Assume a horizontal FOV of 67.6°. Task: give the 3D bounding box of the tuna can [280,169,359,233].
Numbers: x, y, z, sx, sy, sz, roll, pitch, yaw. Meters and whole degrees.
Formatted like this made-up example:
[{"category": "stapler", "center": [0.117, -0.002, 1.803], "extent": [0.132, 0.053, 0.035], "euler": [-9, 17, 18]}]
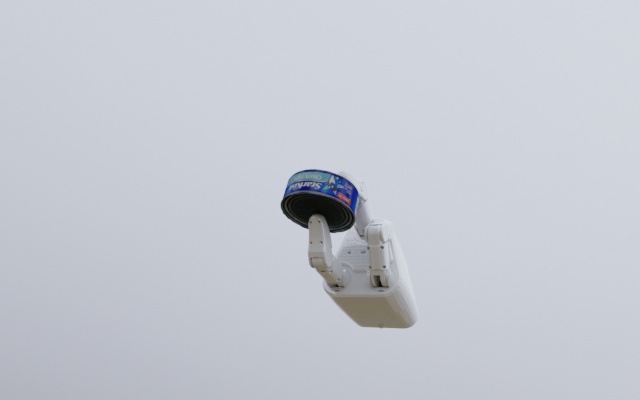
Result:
[{"category": "tuna can", "center": [0.000, 0.001, 0.540], "extent": [0.086, 0.033, 0.086], "euler": [11, -30, 6]}]
